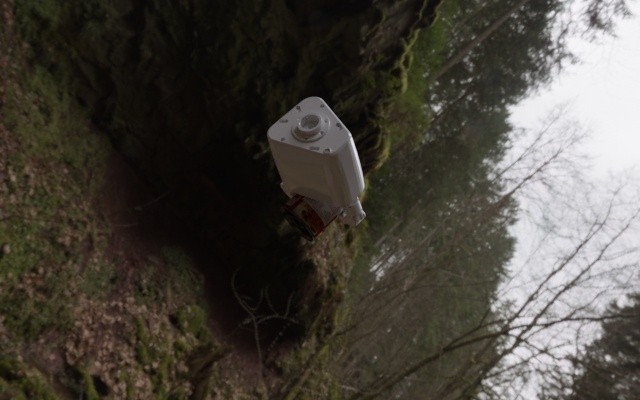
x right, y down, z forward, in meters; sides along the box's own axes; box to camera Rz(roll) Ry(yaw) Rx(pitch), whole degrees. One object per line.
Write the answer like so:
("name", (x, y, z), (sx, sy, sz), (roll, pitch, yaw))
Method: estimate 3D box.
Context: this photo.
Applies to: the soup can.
("soup can", (0.001, 0.002, 0.713), (0.102, 0.068, 0.068), (-43, 15, -17))
